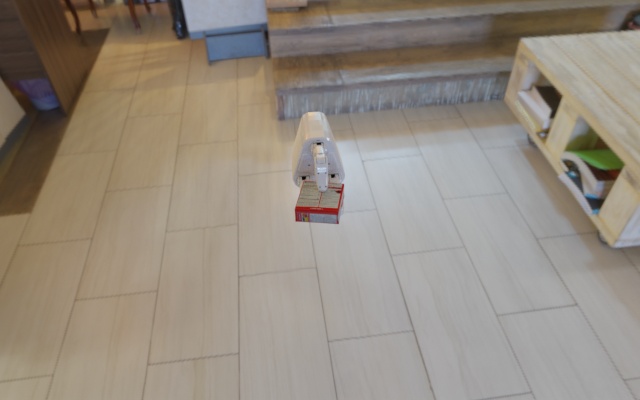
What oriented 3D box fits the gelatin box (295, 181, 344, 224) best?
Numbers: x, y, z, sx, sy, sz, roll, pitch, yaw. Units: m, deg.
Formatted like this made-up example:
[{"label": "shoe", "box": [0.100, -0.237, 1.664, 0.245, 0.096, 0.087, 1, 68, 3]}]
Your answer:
[{"label": "gelatin box", "box": [0.000, 0.002, 0.806, 0.073, 0.030, 0.089, 3, 34, 8]}]
